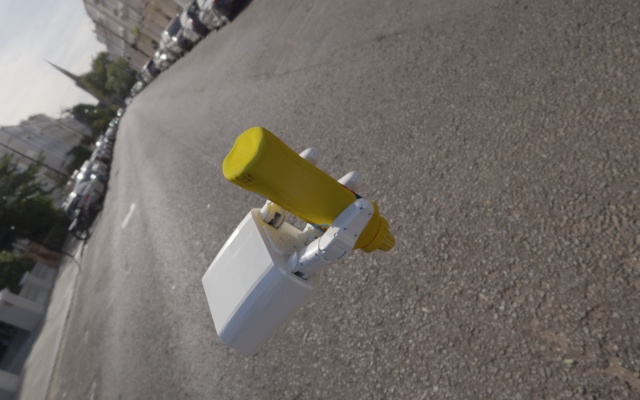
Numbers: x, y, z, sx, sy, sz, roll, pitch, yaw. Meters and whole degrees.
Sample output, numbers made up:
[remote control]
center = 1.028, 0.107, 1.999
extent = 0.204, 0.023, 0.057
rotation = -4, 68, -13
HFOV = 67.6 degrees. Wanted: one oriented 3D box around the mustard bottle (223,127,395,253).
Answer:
[mustard bottle]
center = 0.000, 0.001, 0.473
extent = 0.192, 0.058, 0.096
rotation = 33, -7, -24
